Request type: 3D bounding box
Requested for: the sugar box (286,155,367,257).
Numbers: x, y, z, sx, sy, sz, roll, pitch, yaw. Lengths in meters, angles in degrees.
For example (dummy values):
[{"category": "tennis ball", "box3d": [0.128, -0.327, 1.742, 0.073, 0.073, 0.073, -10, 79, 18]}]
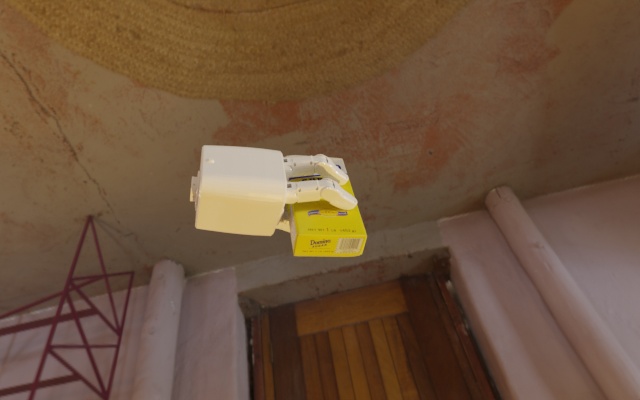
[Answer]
[{"category": "sugar box", "box3d": [0.000, 0.002, 0.672, 0.093, 0.048, 0.176, 2, 41, -14]}]
